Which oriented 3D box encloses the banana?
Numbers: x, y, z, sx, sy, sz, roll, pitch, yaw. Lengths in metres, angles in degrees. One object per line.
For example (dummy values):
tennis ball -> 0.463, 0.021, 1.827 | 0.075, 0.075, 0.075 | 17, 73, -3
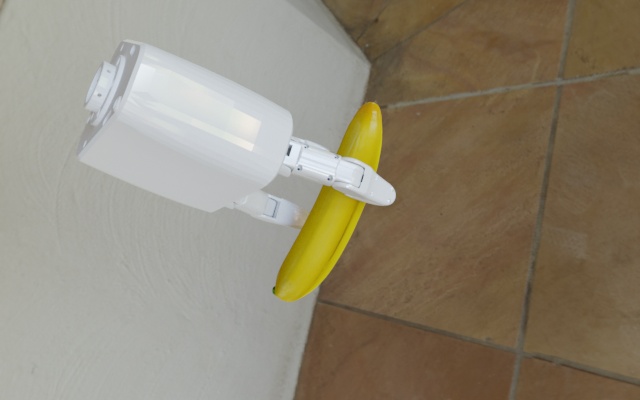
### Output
banana -> 0.005, 0.012, 0.397 | 0.037, 0.198, 0.069 | 22, 14, -28
